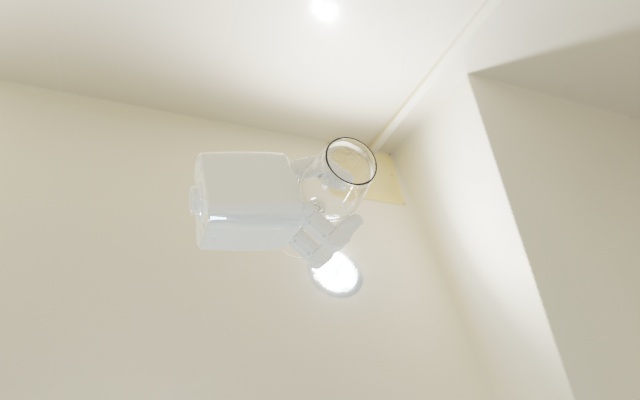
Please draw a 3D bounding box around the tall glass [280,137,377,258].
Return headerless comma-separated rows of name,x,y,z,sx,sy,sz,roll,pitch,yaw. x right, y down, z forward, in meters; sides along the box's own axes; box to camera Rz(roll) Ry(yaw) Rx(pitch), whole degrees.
tall glass,0.000,0.002,0.600,0.079,0.079,0.201,0,-27,-23
